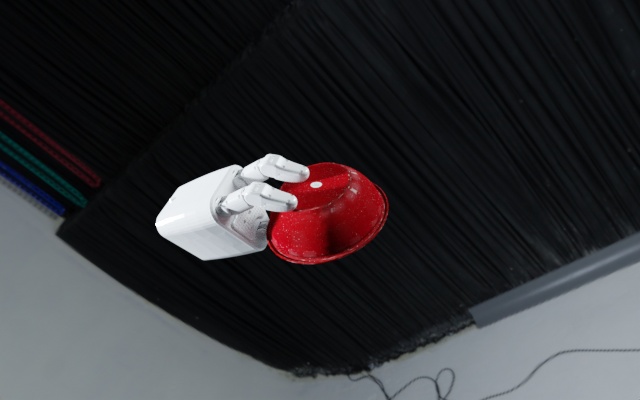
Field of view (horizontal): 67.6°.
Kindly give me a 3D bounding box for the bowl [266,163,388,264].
[{"bbox_3d":[0.001,0.001,0.594,0.162,0.055,0.162,-13,37,10],"label":"bowl"}]
